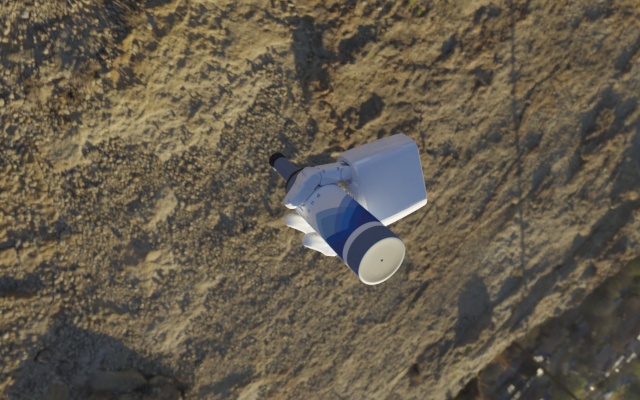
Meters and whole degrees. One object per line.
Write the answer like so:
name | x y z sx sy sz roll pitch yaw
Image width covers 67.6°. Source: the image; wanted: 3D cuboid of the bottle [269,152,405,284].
bottle | 0.000 0.002 0.659 0.069 0.069 0.295 0 27 -33
